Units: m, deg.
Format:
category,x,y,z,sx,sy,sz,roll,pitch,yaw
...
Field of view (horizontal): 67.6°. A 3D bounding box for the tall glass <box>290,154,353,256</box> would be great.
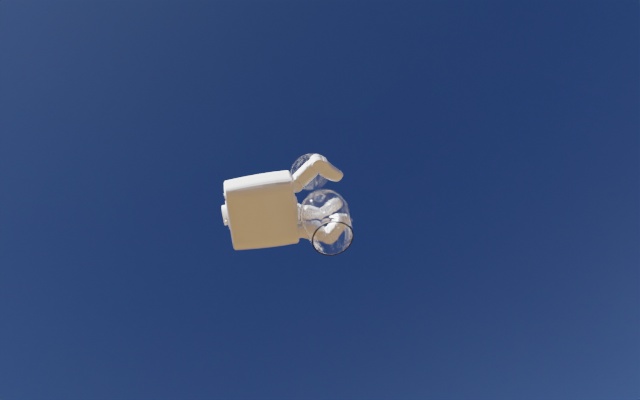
category,x,y,z,sx,sy,sz,roll,pitch,yaw
tall glass,0.000,0.002,0.770,0.079,0.079,0.201,0,32,-13
